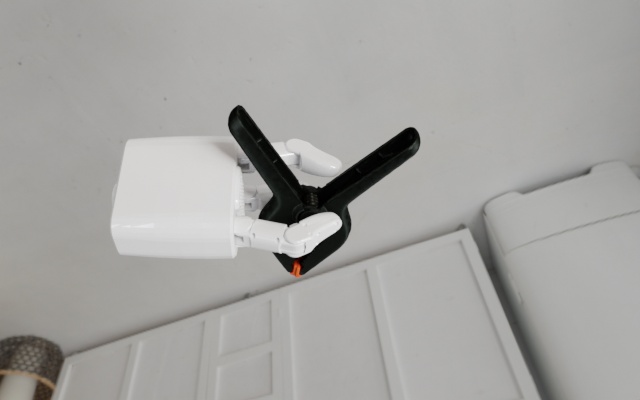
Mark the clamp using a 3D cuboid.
[{"bbox_3d":[0.000,0.002,0.463,0.164,0.210,0.036,2,45,-4],"label":"clamp"}]
